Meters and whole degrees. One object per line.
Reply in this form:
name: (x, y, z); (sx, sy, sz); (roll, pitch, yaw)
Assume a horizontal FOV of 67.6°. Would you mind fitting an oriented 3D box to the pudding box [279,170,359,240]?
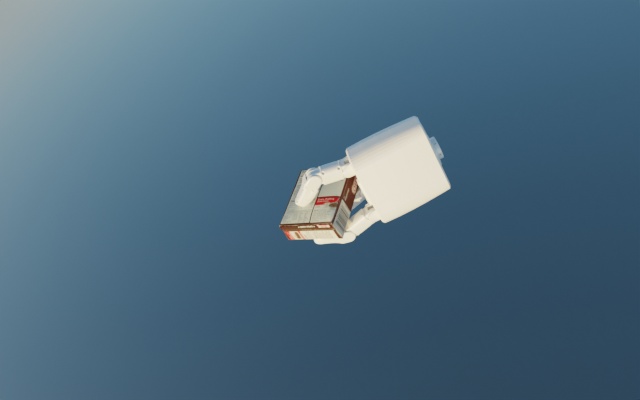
pudding box: (0.000, 0.002, 0.696); (0.090, 0.113, 0.039); (-5, -43, 30)
